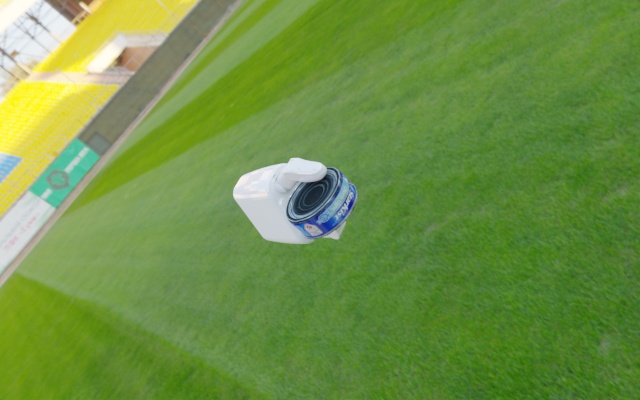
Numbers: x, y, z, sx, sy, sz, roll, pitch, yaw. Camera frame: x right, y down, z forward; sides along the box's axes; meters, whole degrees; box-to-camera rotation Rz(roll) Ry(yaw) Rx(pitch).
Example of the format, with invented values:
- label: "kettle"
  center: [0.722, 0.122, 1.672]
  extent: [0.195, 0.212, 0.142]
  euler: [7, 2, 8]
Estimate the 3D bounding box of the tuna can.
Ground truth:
- label: "tuna can"
  center: [0.000, 0.001, 0.568]
  extent: [0.034, 0.086, 0.086]
  euler: [45, -26, -29]
